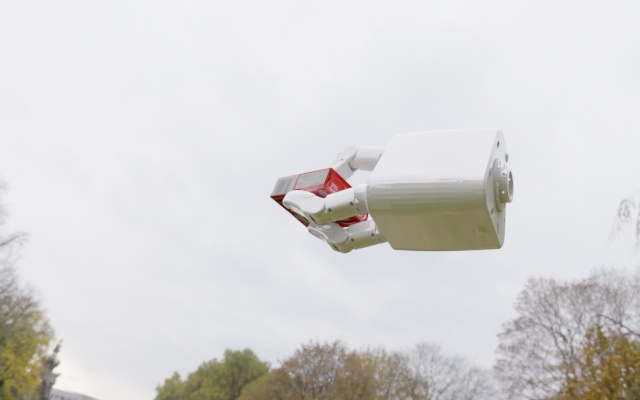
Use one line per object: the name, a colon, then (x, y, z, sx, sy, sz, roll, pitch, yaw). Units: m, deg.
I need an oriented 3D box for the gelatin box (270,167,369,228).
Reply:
gelatin box: (0.000, 0.001, 0.525, 0.089, 0.030, 0.073, -8, -39, 44)
